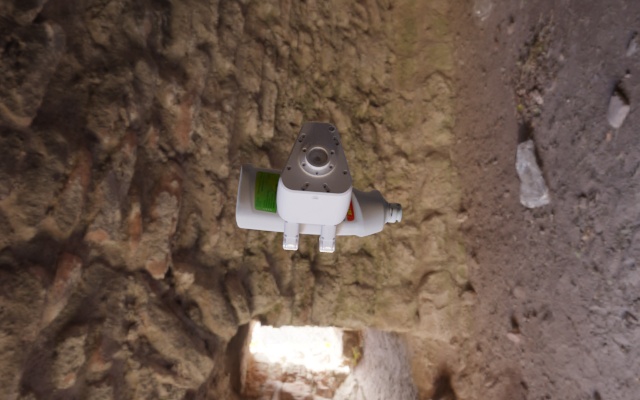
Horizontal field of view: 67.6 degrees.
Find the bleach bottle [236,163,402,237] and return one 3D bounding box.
[{"bbox_3d":[0.000,0.003,0.745,0.251,0.102,0.068,4,-22,-3],"label":"bleach bottle"}]
